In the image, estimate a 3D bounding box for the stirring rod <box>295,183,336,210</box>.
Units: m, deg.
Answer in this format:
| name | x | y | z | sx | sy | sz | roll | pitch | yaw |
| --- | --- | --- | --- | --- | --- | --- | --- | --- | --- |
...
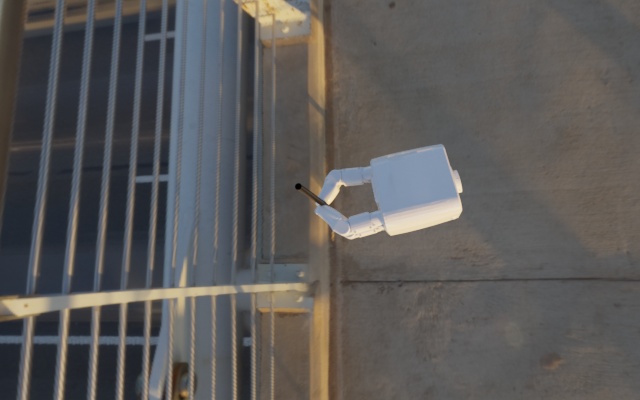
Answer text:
| name | x | y | z | sx | sy | sz | roll | pitch | yaw |
| --- | --- | --- | --- | --- | --- | --- | --- | --- | --- |
| stirring rod | 0.000 | 0.002 | 0.663 | 0.011 | 0.011 | 0.239 | 0 | -9 | 12 |
